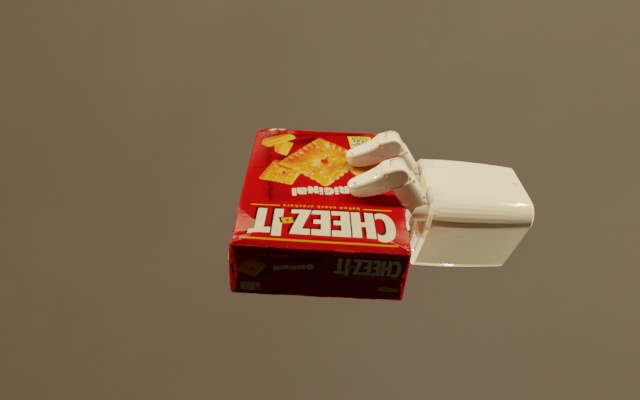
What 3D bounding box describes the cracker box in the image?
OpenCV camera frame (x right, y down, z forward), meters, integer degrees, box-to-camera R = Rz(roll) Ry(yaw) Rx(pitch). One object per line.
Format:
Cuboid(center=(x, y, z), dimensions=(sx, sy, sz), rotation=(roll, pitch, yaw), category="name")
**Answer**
Cuboid(center=(0.000, 0.002, 0.513), dimensions=(0.164, 0.072, 0.213), rotation=(3, 36, -1), category="cracker box")
